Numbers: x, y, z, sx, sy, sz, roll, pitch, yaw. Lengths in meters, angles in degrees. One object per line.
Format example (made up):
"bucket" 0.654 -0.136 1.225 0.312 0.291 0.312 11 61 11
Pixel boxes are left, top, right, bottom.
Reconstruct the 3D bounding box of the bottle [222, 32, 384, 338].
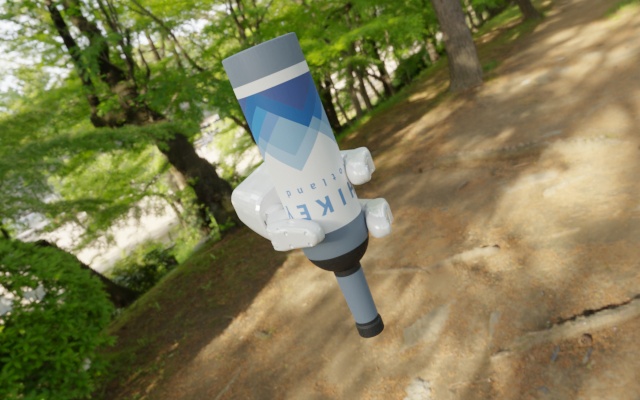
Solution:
"bottle" 0.000 0.001 0.444 0.069 0.296 0.069 -20 17 6
